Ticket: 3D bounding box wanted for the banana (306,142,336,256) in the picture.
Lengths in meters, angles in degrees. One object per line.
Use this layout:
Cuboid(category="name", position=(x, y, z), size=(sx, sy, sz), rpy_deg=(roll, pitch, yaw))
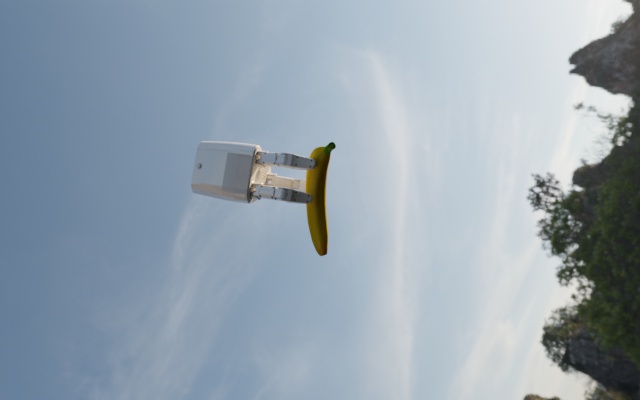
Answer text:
Cuboid(category="banana", position=(-0.004, -0.007, 0.804), size=(0.037, 0.198, 0.069), rpy_deg=(-2, 20, -13))
